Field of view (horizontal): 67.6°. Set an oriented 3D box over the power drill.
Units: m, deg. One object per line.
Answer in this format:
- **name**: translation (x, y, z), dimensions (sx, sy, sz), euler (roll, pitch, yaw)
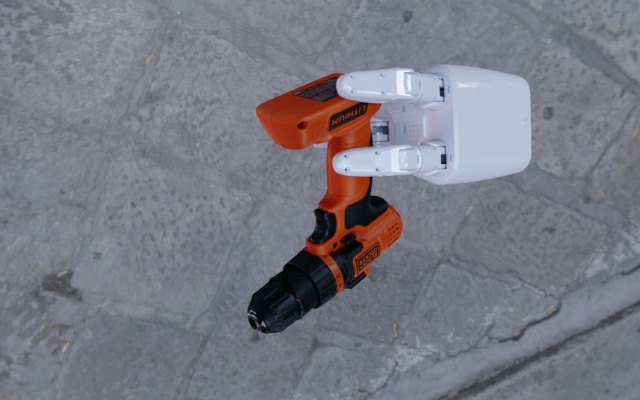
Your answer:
- **power drill**: translation (0.000, 0.001, 0.403), dimensions (0.057, 0.188, 0.184), euler (22, 43, 37)
